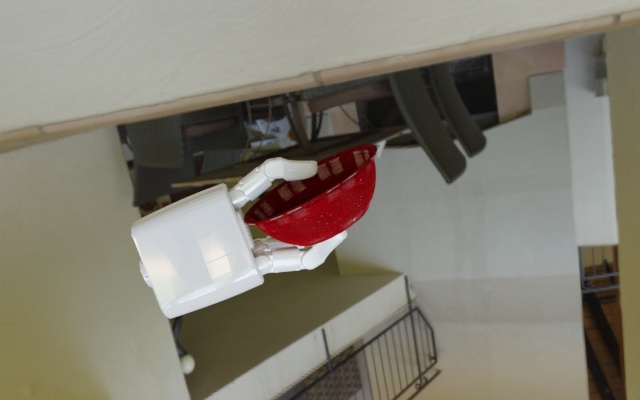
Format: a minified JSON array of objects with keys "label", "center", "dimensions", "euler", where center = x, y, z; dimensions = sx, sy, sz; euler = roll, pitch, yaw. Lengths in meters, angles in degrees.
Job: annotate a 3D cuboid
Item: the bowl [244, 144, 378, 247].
[{"label":"bowl","center":[0.001,0.001,0.517],"dimensions":[0.162,0.055,0.162],"euler":[-28,14,8]}]
